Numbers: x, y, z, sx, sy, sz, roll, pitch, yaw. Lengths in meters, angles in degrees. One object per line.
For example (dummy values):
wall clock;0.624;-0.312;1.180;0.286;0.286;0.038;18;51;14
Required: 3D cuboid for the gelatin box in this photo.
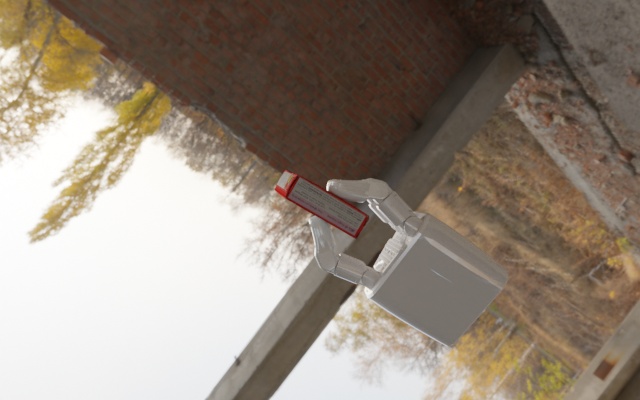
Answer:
gelatin box;0.000;0.002;0.506;0.089;0.030;0.073;29;0;-15
